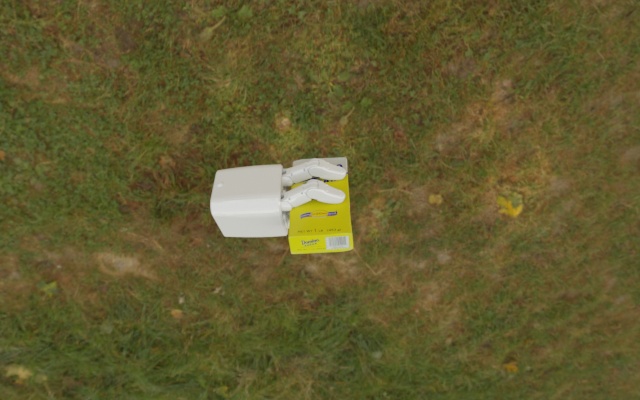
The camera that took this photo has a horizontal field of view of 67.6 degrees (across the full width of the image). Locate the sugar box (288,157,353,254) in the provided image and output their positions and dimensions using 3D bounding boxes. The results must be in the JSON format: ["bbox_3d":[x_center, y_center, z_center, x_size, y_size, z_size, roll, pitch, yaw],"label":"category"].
[{"bbox_3d":[0.000,0.002,0.749,0.093,0.176,0.048,-3,-44,2],"label":"sugar box"}]
